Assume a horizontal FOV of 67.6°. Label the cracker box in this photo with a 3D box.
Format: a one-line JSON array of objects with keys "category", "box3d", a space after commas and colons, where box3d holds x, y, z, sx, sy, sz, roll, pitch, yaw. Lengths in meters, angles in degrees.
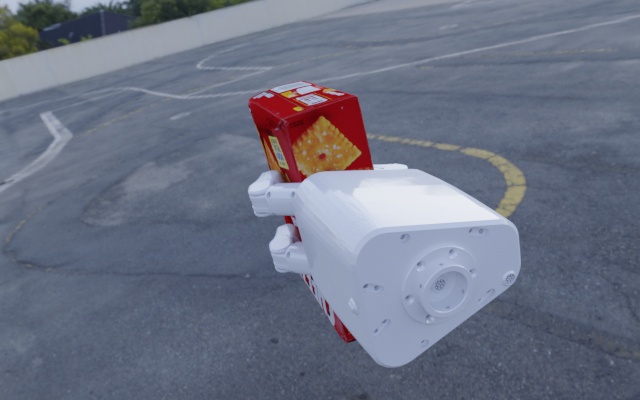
[{"category": "cracker box", "box3d": [0.000, 0.001, 0.463, 0.072, 0.214, 0.164, -19, 23, -12]}]
